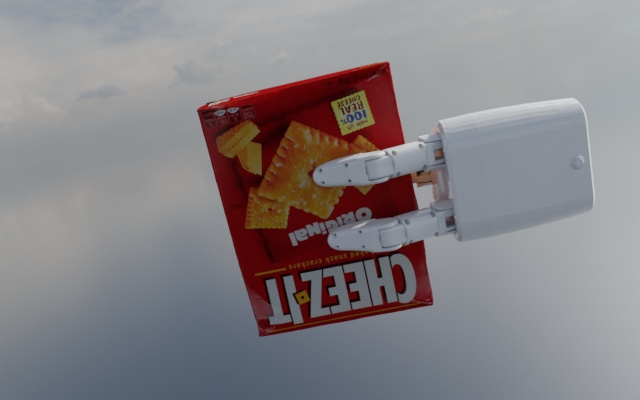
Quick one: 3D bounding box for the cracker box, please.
[{"bbox_3d":[0.000,0.001,0.429,0.164,0.214,0.072,-12,12,5],"label":"cracker box"}]
